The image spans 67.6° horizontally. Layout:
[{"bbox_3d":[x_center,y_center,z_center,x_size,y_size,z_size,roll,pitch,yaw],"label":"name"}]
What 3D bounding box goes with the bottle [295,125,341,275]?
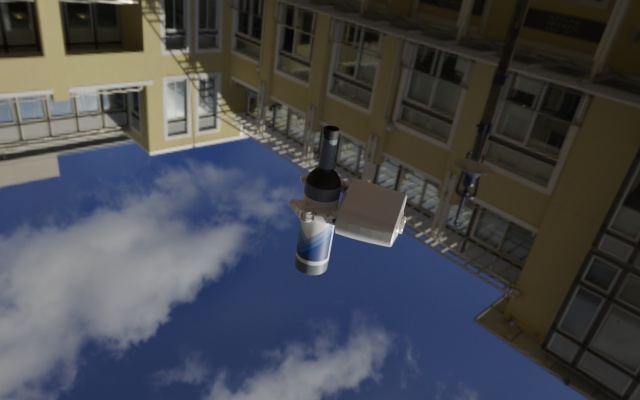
[{"bbox_3d":[0.000,0.003,0.892,0.069,0.296,0.069,7,29,-4],"label":"bottle"}]
